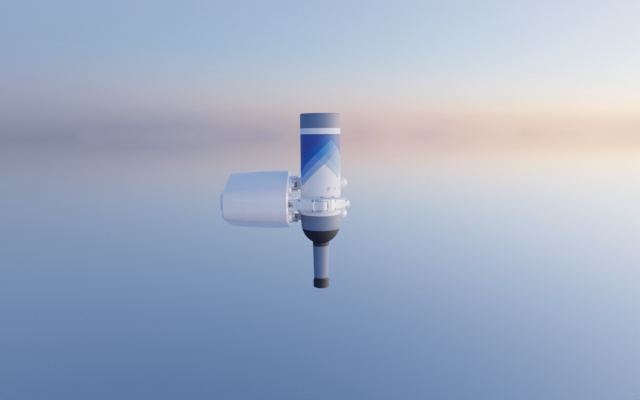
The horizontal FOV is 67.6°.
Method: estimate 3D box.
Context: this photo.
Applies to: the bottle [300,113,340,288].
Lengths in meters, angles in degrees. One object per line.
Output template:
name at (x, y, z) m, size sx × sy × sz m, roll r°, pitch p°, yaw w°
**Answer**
bottle at (0.000, 0.002, 0.807) m, size 0.069 × 0.296 × 0.069 m, roll 0°, pitch 8°, yaw 0°
